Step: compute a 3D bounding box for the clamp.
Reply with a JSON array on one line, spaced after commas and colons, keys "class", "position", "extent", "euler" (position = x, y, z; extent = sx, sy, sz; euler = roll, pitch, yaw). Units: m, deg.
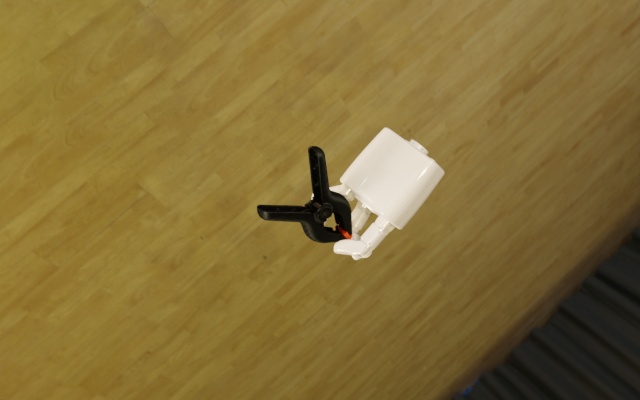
[{"class": "clamp", "position": [0.000, 0.003, 0.677], "extent": [0.171, 0.120, 0.039], "euler": [33, 9, -46]}]
